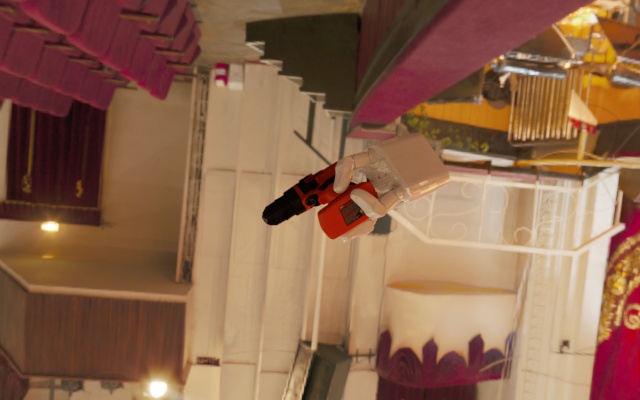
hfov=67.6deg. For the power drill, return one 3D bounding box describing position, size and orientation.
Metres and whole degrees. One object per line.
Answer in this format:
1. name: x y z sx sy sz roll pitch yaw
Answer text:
1. power drill: 0.001 0.003 0.803 0.184 0.057 0.187 -34 25 -11
